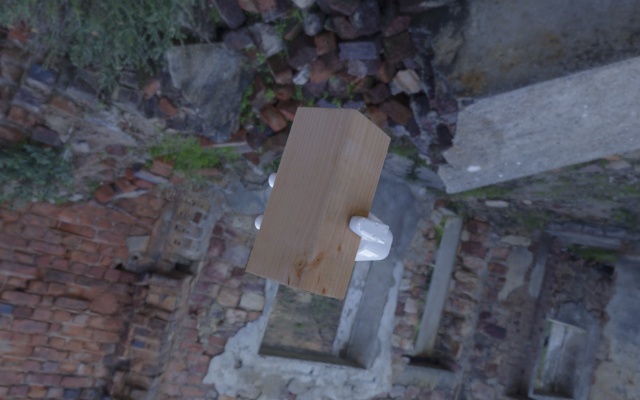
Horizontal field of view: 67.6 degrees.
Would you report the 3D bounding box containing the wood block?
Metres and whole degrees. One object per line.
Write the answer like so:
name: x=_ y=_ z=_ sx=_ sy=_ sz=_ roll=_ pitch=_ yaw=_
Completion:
wood block: x=0.001 y=0.002 z=0.569 sx=0.091 sy=0.206 sz=0.090 roll=11 pitch=-9 yaw=38
